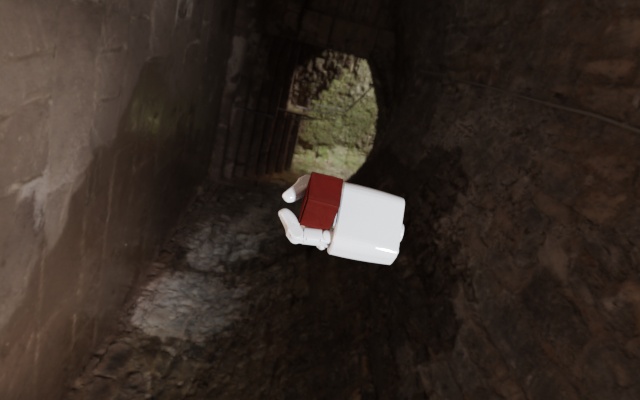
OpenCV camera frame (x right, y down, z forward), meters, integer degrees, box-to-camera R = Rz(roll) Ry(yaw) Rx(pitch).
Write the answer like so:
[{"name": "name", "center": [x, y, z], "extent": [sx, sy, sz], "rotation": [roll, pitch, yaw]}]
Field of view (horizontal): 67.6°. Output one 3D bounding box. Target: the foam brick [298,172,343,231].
[{"name": "foam brick", "center": [0.000, 0.002, 0.734], "extent": [0.051, 0.053, 0.078], "rotation": [14, -35, -5]}]
